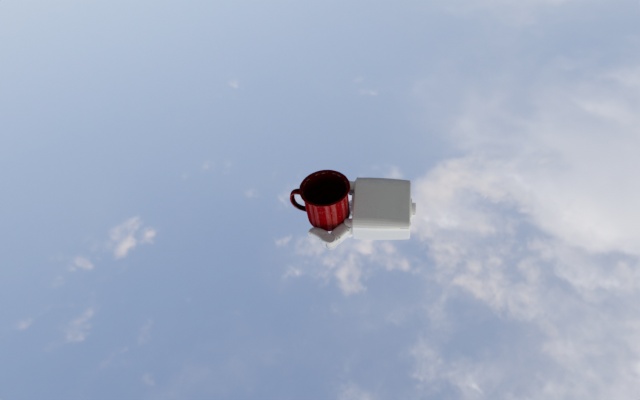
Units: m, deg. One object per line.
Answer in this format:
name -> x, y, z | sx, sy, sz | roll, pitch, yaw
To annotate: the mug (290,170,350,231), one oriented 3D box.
mug -> -0.001, 0.003, 0.890 | 0.117, 0.093, 0.082 | 2, -42, 11
